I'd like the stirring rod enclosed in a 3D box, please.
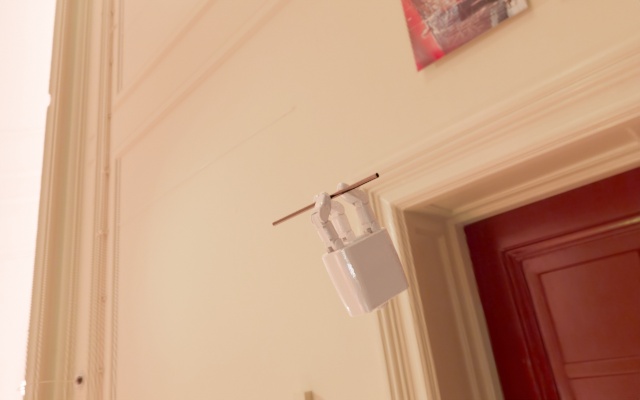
[{"bbox_3d":[0.000,0.003,0.775,0.239,0.011,0.011,-25,-17,40],"label":"stirring rod"}]
